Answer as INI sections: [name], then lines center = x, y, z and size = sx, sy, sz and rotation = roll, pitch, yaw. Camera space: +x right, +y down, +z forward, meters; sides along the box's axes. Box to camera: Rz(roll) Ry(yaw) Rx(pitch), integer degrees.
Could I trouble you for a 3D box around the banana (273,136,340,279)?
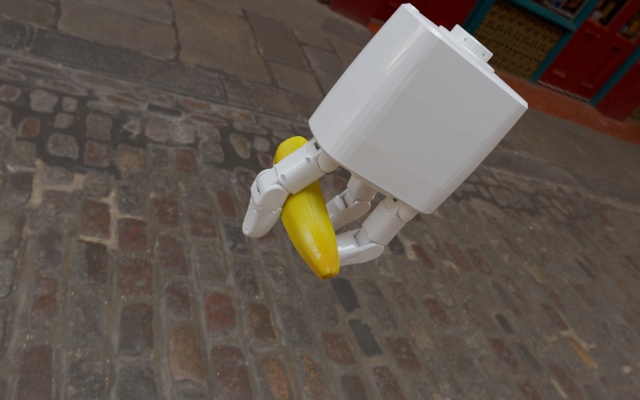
[banana]
center = -0.013, -0.012, 0.411
size = 0.037, 0.070, 0.197
rotation = -41, 21, 17
